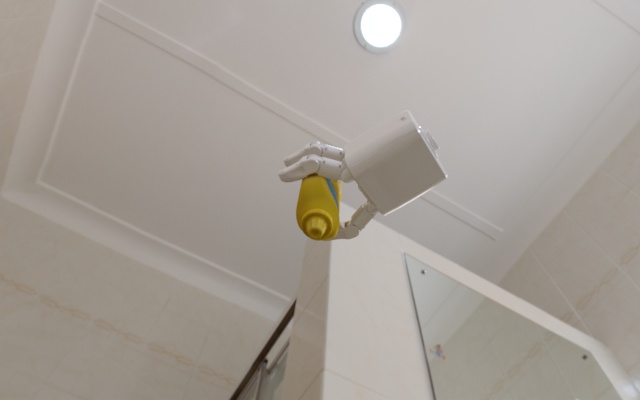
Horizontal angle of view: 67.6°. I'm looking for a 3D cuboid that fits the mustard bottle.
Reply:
[{"bbox_3d":[0.000,0.002,0.681,0.058,0.096,0.191,-7,23,7],"label":"mustard bottle"}]
